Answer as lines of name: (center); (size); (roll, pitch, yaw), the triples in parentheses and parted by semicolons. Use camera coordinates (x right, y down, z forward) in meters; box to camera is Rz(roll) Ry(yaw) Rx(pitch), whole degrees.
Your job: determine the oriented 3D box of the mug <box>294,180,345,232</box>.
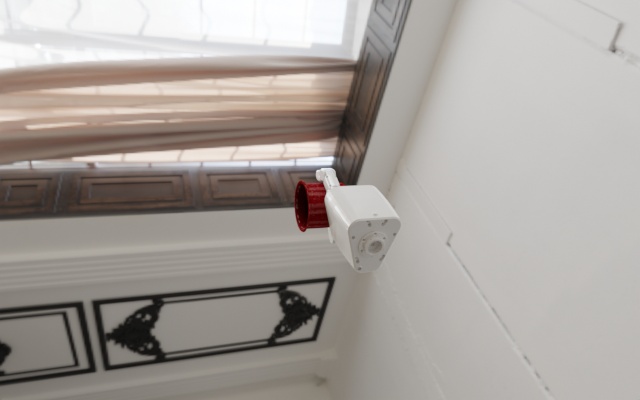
mug: (0.000, 0.002, 0.880); (0.081, 0.093, 0.117); (-2, 31, -19)
